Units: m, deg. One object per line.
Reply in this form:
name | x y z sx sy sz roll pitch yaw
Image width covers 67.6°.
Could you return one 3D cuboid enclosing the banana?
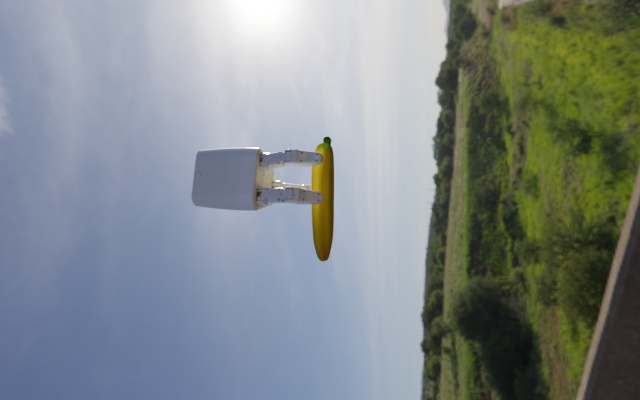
banana | 0.002 -0.005 0.759 0.037 0.198 0.069 1 14 7
